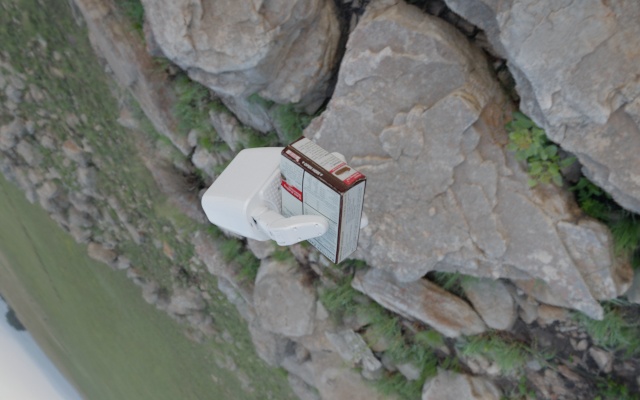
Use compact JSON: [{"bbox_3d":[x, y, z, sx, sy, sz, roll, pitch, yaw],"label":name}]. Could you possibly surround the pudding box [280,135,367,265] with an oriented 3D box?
[{"bbox_3d":[0.000,0.002,0.503,0.090,0.114,0.039,36,56,28],"label":"pudding box"}]
